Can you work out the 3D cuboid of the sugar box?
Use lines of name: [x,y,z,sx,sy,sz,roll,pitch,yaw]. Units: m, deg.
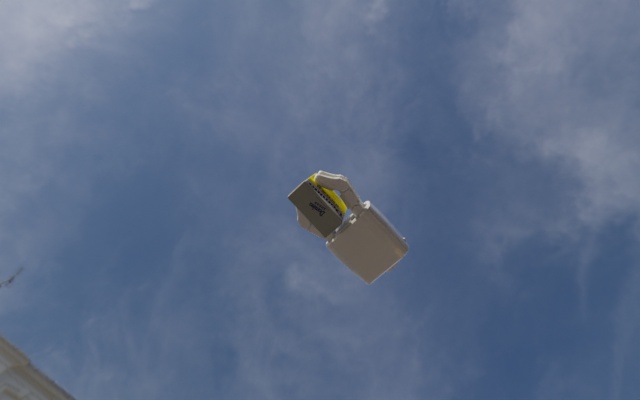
sugar box: [0.001,0.002,0.841,0.048,0.093,0.176,-43,3,7]
